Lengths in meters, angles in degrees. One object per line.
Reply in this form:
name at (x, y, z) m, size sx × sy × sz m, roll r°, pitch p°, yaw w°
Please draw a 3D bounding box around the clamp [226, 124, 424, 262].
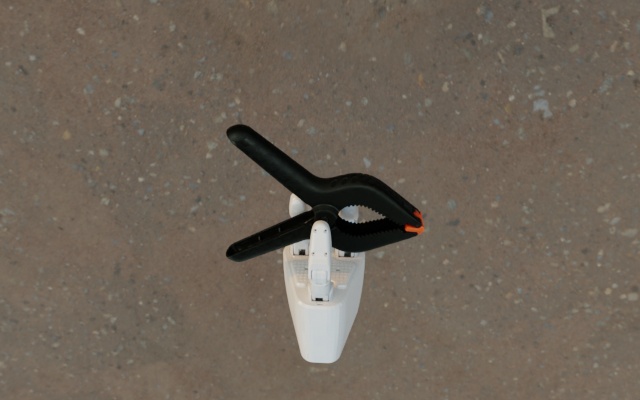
clamp at (0.001, 0.002, 0.480) m, size 0.210 × 0.165 × 0.036 m, roll 2°, pitch 37°, yaw 3°
